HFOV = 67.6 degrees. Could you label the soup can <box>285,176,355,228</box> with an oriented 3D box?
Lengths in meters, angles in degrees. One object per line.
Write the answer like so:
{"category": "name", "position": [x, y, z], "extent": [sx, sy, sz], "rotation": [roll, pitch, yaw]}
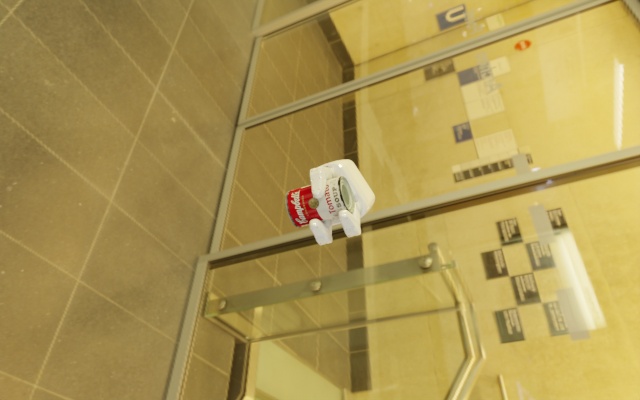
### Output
{"category": "soup can", "position": [0.000, 0.003, 0.823], "extent": [0.102, 0.068, 0.068], "rotation": [-15, -5, 19]}
